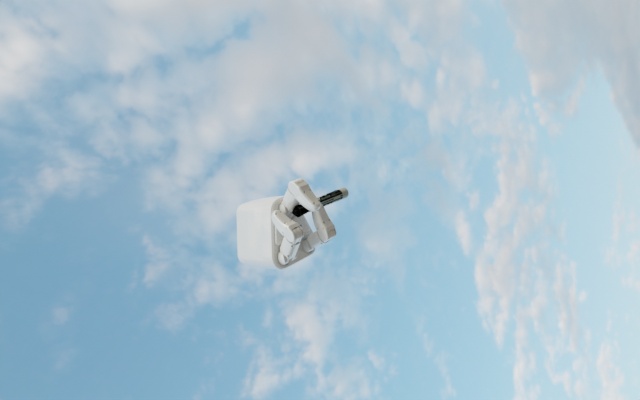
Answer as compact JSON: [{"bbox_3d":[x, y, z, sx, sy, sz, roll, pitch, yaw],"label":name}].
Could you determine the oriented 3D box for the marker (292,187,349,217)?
[{"bbox_3d":[0.000,0.003,0.774,0.020,0.020,0.121,0,16,45],"label":"marker"}]
